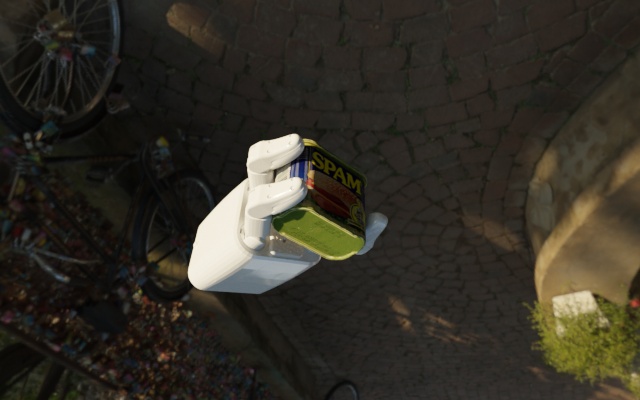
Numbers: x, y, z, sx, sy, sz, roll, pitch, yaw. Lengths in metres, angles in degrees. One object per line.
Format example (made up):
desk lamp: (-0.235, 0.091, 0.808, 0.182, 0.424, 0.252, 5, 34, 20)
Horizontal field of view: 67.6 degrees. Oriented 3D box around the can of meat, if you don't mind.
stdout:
can of meat: (0.000, 0.002, 0.479, 0.102, 0.083, 0.057, 31, -46, -31)
